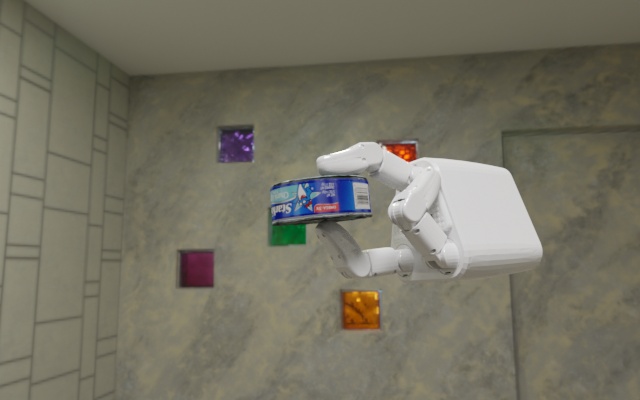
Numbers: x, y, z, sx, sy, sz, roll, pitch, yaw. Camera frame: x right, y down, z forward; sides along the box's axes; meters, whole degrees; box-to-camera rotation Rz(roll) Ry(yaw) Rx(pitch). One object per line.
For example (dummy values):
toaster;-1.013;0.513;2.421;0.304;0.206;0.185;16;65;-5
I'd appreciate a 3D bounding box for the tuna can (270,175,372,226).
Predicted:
tuna can;0.000;0.001;0.408;0.086;0.033;0.086;-5;-5;0
